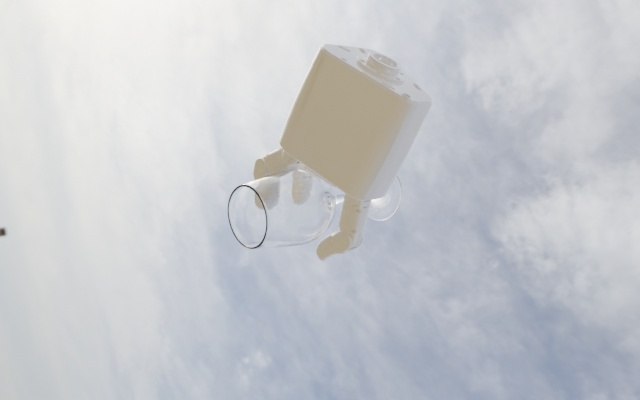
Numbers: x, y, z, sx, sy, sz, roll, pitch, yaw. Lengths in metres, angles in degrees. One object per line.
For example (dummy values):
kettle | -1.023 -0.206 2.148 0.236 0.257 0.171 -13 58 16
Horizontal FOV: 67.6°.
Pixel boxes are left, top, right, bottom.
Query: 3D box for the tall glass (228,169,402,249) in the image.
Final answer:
tall glass | 0.001 0.002 0.518 0.079 0.079 0.201 0 8 45
